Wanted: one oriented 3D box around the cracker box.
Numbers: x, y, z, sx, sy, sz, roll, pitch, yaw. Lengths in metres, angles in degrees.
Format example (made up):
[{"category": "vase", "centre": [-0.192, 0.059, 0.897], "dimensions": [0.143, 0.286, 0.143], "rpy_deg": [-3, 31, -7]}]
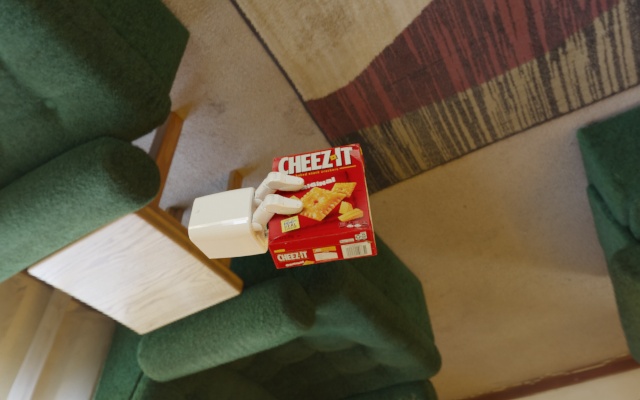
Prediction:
[{"category": "cracker box", "centre": [0.000, 0.003, 0.809], "dimensions": [0.164, 0.213, 0.072], "rpy_deg": [-9, -46, 6]}]
